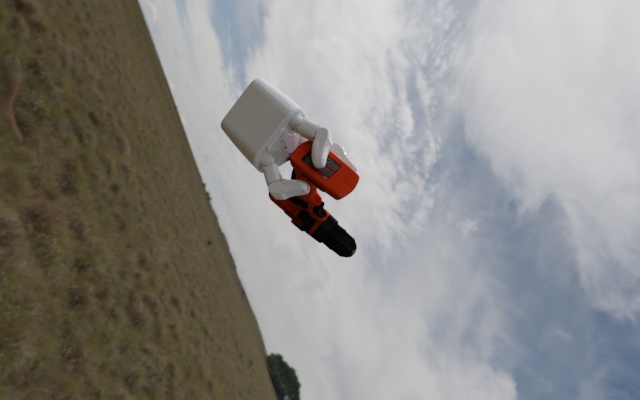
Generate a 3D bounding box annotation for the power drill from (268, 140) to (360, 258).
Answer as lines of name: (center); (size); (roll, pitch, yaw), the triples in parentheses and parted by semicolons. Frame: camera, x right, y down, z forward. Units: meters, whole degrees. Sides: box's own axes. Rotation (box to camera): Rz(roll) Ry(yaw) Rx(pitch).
power drill: (0.000, 0.002, 0.763); (0.184, 0.057, 0.188); (38, -30, 8)
